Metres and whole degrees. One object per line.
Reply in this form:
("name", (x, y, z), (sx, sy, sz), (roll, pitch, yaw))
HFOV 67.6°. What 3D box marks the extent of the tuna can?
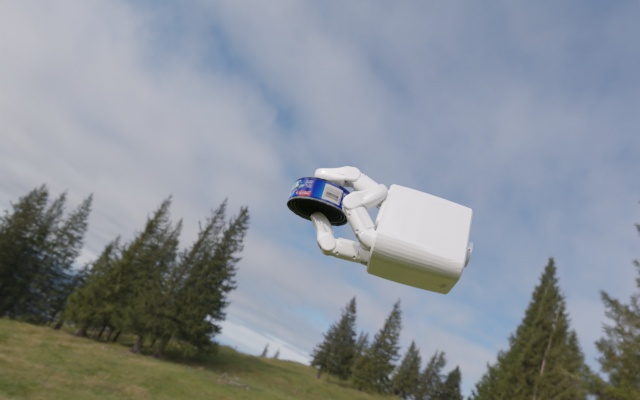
("tuna can", (0.000, 0.002, 0.645), (0.086, 0.033, 0.086), (15, -21, 6))
